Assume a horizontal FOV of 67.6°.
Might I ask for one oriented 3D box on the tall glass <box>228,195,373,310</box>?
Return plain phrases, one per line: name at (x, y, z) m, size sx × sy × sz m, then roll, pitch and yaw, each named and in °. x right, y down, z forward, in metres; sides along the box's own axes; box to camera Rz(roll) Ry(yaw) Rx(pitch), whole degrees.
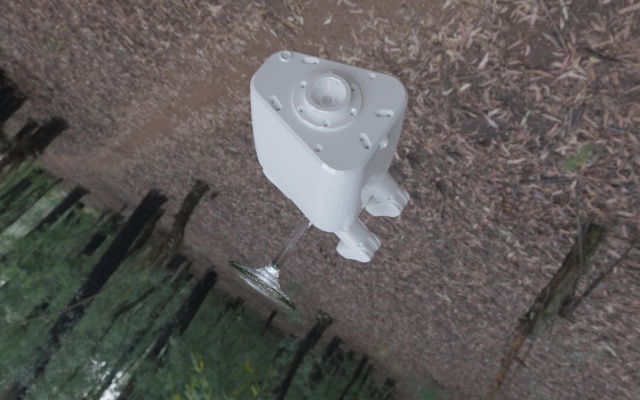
tall glass at (0.000, 0.002, 0.467) m, size 0.079 × 0.201 × 0.079 m, roll 30°, pitch -21°, yaw 13°
